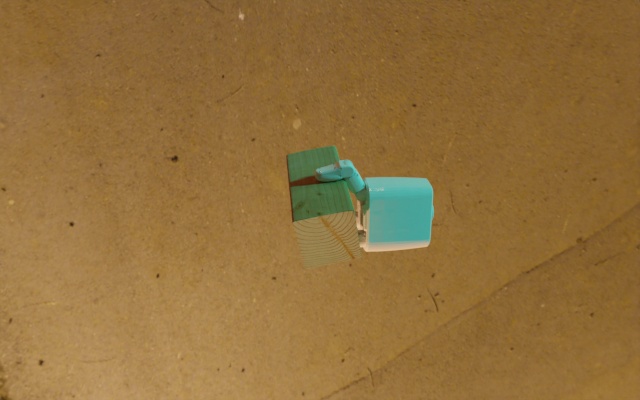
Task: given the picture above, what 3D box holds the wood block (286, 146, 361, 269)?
[{"bbox_3d":[0.000,0.002,0.768,0.090,0.091,0.206,-11,33,0],"label":"wood block"}]
